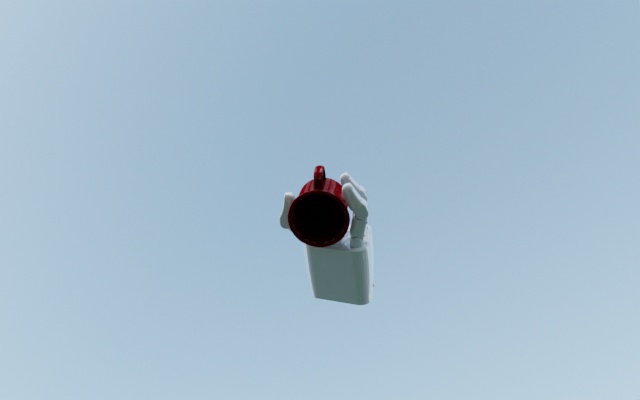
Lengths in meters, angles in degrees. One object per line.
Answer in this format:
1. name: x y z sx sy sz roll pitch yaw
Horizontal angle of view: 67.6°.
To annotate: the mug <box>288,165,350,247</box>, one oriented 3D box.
1. mug: 0.000 0.001 0.739 0.093 0.117 0.081 -2 22 7
